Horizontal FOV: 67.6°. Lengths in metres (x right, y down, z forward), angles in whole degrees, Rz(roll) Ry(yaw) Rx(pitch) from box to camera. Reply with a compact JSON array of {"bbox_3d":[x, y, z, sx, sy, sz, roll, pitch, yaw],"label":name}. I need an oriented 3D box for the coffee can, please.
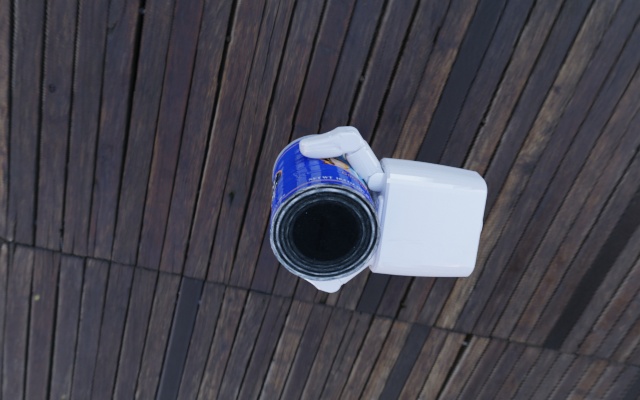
[{"bbox_3d":[0.000,0.001,0.497,0.103,0.103,0.140,0,26,-4],"label":"coffee can"}]
